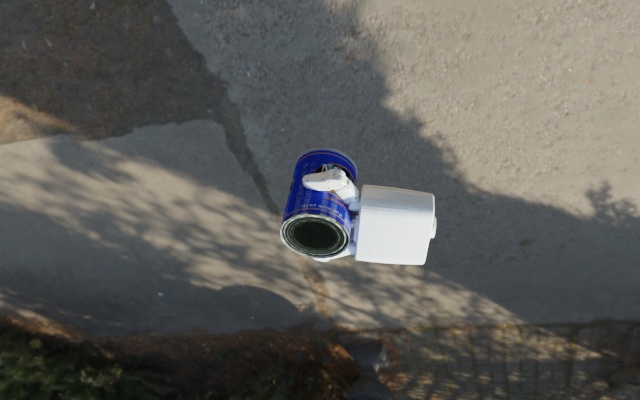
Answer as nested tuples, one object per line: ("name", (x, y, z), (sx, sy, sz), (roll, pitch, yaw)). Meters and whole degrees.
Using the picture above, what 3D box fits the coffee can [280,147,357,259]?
("coffee can", (0.000, 0.002, 0.731), (0.103, 0.140, 0.103), (5, -42, 5))
